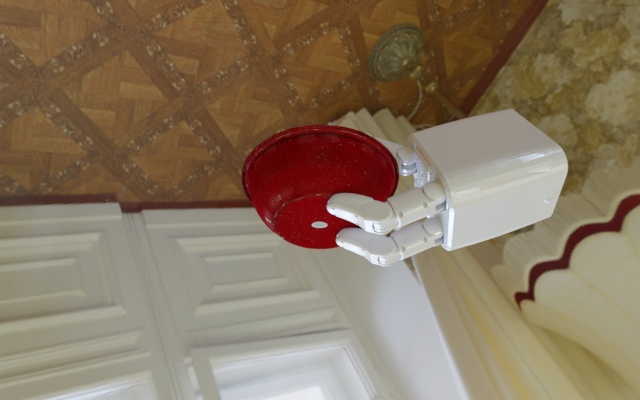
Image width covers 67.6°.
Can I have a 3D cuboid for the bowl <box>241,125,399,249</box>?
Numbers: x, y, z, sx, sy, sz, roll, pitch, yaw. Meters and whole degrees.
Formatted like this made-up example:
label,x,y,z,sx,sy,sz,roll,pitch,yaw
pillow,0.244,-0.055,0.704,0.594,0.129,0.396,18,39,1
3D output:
label,x,y,z,sx,sy,sz,roll,pitch,yaw
bowl,-0.001,0.002,0.475,0.162,0.055,0.162,0,-38,0
